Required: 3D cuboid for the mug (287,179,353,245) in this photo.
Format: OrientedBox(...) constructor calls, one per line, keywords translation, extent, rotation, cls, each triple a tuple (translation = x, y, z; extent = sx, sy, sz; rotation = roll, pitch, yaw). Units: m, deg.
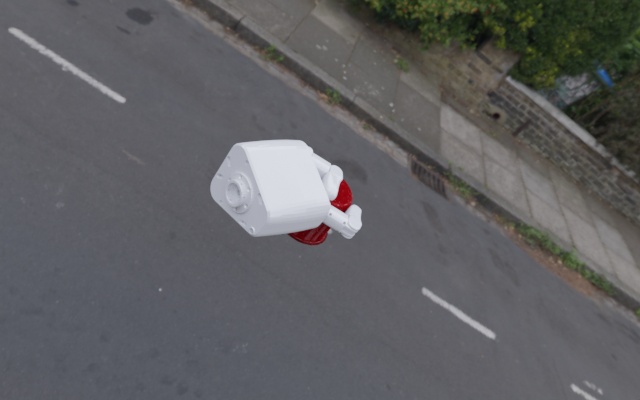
OrientedBox(translation=(0.001, 0.002, 0.696), extent=(0.117, 0.093, 0.081), rotation=(-10, -33, -49), cls="mug")
